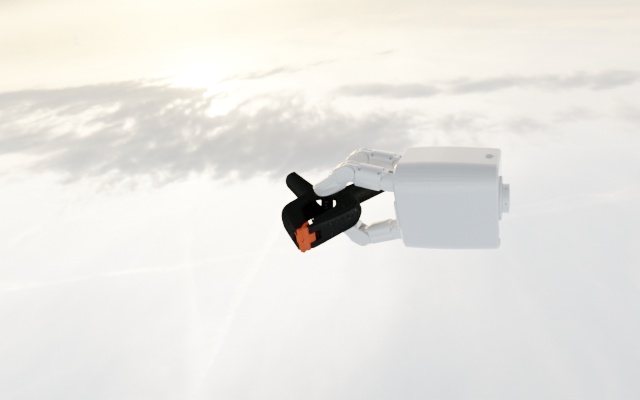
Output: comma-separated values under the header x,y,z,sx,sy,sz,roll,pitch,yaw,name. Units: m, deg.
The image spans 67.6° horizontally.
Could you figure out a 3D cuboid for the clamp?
x,y,z,sx,sy,sz,roll,pitch,yaw,name
0.000,0.003,0.588,0.164,0.036,0.210,0,23,23,clamp
